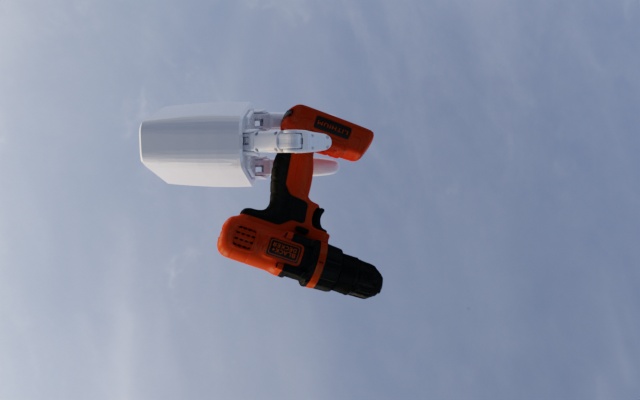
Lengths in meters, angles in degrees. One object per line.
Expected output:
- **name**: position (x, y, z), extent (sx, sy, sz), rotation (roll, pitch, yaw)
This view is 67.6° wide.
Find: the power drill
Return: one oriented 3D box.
- **power drill**: position (0.000, 0.001, 0.528), extent (0.184, 0.187, 0.057), rotation (20, -17, -12)
